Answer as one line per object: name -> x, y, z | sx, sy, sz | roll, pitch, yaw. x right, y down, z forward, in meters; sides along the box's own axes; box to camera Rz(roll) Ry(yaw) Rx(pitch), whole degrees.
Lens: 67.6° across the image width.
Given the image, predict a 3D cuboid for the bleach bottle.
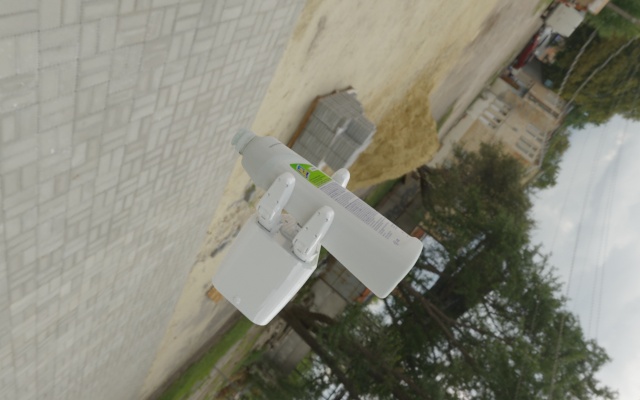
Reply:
bleach bottle -> 0.000, 0.002, 0.561 | 0.251, 0.068, 0.102 | 40, 17, 9
